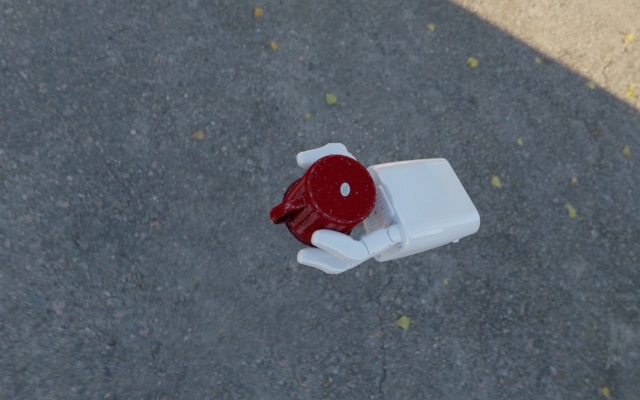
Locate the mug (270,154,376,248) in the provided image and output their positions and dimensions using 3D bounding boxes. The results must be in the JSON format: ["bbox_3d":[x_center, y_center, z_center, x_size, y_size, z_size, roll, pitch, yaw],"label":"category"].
[{"bbox_3d":[-0.001,0.002,0.531,0.117,0.093,0.081,-11,-15,-23],"label":"mug"}]
